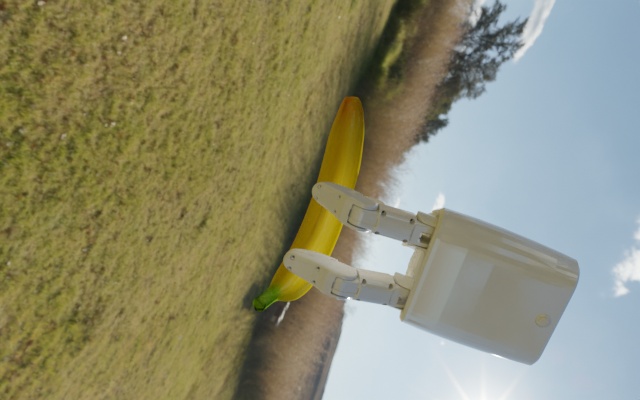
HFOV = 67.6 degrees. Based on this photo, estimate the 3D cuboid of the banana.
[{"bbox_3d":[0.002,0.008,0.424,0.037,0.198,0.070,21,-7,15],"label":"banana"}]
